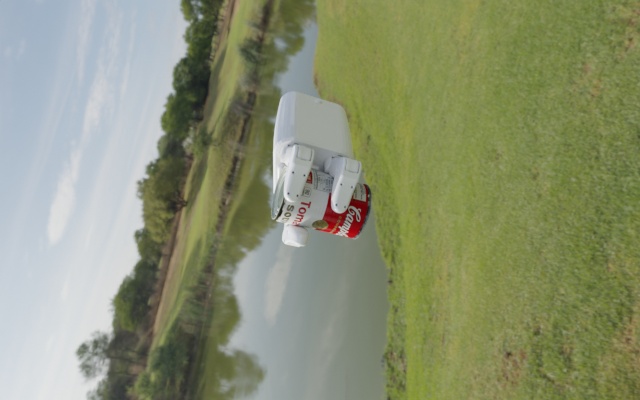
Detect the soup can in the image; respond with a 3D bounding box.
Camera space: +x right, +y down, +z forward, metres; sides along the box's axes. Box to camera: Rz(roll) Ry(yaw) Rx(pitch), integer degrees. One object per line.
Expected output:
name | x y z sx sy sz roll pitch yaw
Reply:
soup can | 0.000 0.002 0.562 0.102 0.068 0.068 14 -4 -16
